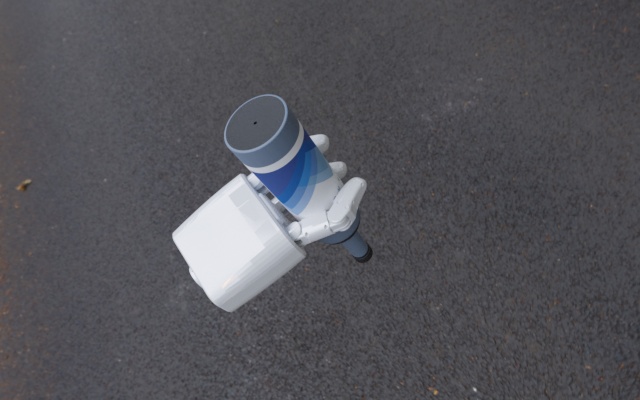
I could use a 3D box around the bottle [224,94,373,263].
[{"bbox_3d":[0.000,0.002,0.545,0.069,0.069,0.296,0,-29,28],"label":"bottle"}]
